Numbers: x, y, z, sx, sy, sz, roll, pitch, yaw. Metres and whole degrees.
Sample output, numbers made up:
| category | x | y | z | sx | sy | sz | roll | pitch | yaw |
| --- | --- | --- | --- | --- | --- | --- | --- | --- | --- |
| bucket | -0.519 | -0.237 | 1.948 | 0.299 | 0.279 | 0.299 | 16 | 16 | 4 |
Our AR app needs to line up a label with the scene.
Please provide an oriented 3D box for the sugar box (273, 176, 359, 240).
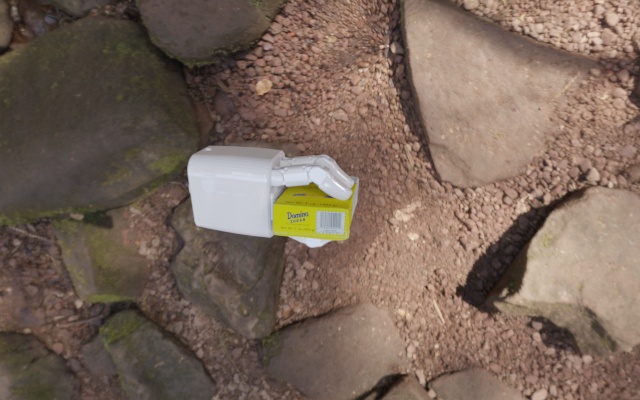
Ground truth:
| category | x | y | z | sx | sy | sz | roll | pitch | yaw |
| --- | --- | --- | --- | --- | --- | --- | --- | --- | --- |
| sugar box | 0.000 | 0.002 | 0.644 | 0.093 | 0.048 | 0.176 | 5 | 18 | 6 |
